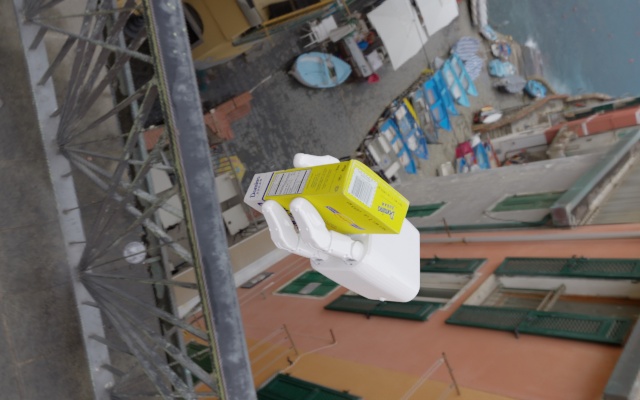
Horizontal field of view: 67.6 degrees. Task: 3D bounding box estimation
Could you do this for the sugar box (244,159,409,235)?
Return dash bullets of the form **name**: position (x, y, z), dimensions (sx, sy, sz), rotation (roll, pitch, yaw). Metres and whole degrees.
- **sugar box**: position (0.000, 0.002, 0.538), dimensions (0.093, 0.048, 0.176), rotation (35, -27, -33)
